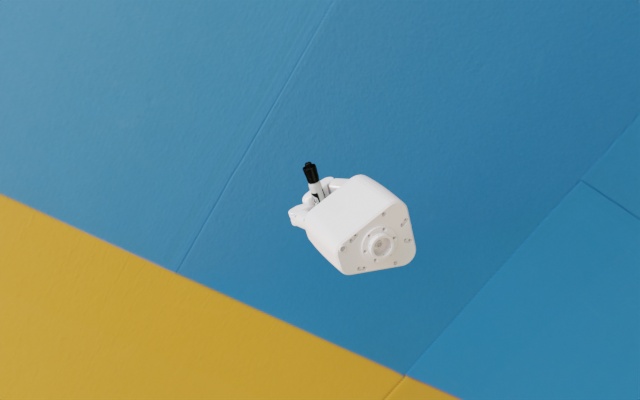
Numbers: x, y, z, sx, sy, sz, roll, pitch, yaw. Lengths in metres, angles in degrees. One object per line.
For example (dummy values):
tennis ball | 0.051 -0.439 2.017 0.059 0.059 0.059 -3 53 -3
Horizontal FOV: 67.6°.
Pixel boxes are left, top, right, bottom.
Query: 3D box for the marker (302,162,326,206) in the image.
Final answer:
marker | 0.000 0.002 0.659 0.020 0.121 0.020 -14 25 7
